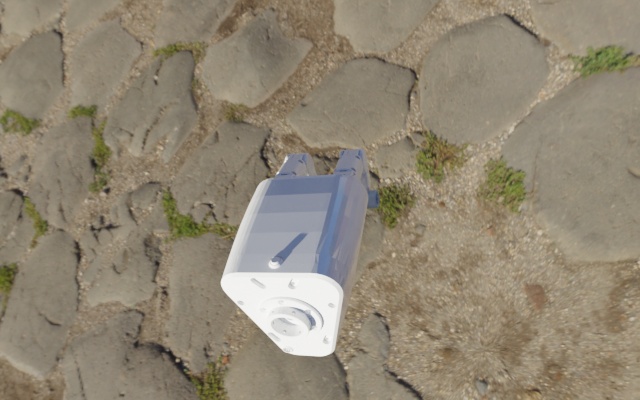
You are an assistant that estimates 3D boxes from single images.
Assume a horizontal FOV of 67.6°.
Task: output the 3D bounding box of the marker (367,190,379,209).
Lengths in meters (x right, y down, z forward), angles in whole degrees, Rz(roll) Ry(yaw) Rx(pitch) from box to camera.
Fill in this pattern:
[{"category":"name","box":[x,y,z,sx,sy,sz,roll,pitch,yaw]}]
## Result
[{"category":"marker","box":[0.000,0.002,0.498,0.121,0.020,0.020,-3,-1,18]}]
